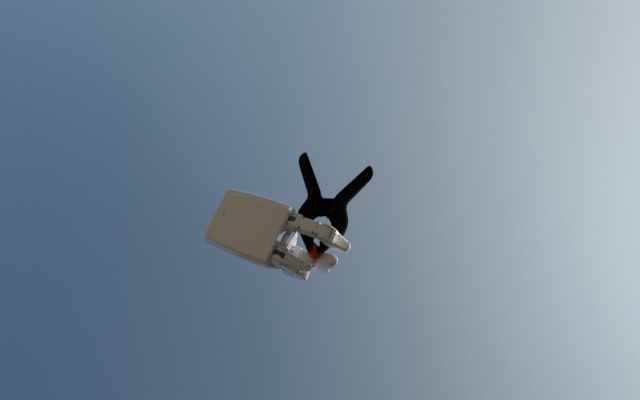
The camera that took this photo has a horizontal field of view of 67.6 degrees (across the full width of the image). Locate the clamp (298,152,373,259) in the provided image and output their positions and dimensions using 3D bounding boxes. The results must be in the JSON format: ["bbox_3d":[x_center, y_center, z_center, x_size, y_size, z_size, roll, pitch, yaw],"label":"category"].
[{"bbox_3d":[0.000,0.003,0.742,0.120,0.171,0.039,18,-22,14],"label":"clamp"}]
